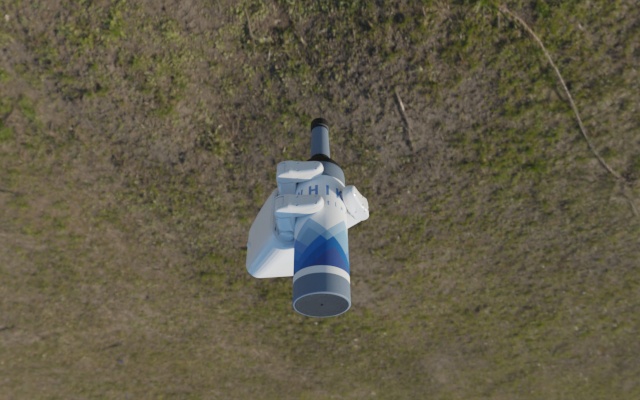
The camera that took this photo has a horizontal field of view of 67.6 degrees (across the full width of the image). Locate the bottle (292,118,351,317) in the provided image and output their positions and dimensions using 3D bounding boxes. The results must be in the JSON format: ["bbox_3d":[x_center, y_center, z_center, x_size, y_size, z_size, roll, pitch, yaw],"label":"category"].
[{"bbox_3d":[0.000,0.002,0.629,0.069,0.295,0.069,0,-37,0],"label":"bottle"}]
